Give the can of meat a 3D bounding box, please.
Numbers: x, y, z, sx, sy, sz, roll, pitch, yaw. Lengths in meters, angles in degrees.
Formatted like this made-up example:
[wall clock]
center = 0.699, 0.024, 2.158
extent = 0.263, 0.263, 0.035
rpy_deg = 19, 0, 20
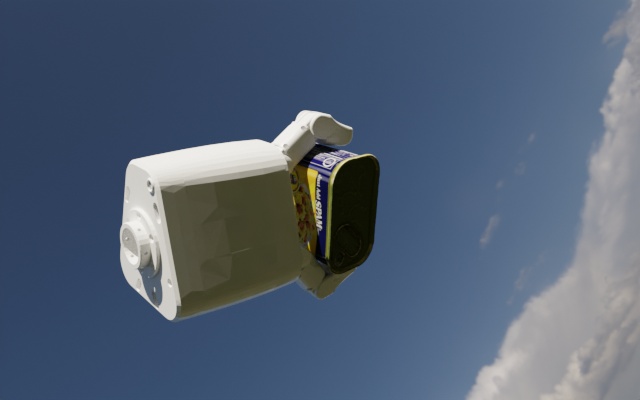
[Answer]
[can of meat]
center = 0.000, 0.001, 0.423
extent = 0.057, 0.102, 0.084
rpy_deg = -18, 29, -41
